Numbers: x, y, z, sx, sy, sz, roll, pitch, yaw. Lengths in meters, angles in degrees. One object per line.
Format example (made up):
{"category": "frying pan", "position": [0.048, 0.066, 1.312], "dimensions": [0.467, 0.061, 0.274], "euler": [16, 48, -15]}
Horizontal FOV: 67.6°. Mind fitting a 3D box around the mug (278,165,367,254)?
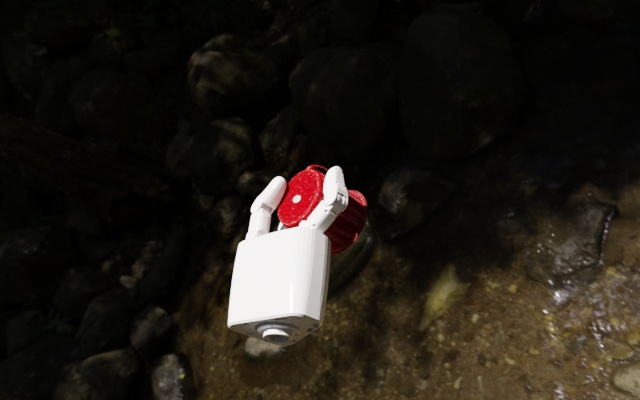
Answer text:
{"category": "mug", "position": [0.000, 0.001, 0.626], "dimensions": [0.081, 0.117, 0.093], "euler": [31, -44, -34]}
